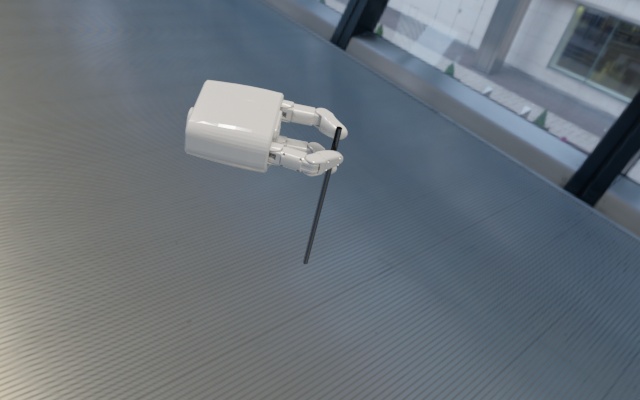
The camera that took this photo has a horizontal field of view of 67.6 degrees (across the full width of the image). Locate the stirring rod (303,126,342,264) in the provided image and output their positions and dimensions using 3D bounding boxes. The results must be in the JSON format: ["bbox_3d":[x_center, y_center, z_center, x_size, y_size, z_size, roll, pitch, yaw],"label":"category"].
[{"bbox_3d":[0.000,0.002,0.679,0.011,0.240,0.011,9,36,-7],"label":"stirring rod"}]
